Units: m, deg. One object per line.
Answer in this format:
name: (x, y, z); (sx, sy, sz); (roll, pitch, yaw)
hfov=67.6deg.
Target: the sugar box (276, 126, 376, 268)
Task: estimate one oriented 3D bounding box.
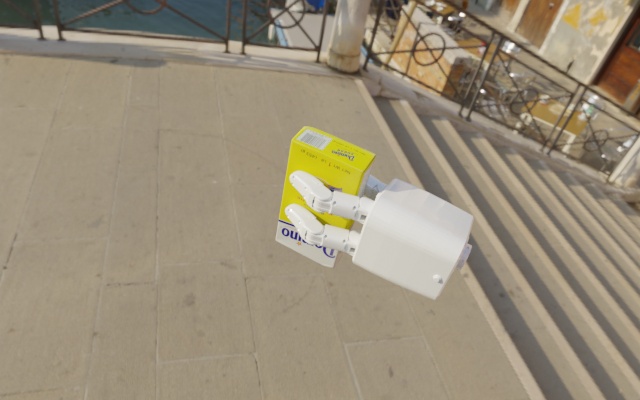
sugar box: (0.000, 0.002, 0.595); (0.093, 0.176, 0.048); (25, 42, 13)
